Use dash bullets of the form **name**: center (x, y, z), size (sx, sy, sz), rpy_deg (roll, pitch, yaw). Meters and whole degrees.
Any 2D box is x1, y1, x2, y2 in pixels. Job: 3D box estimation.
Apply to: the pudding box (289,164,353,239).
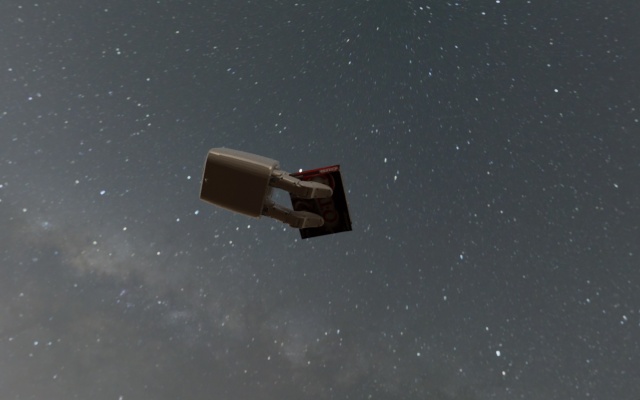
- **pudding box**: center (0.000, 0.003, 0.803), size (0.090, 0.113, 0.039), rpy_deg (-10, 24, 9)
